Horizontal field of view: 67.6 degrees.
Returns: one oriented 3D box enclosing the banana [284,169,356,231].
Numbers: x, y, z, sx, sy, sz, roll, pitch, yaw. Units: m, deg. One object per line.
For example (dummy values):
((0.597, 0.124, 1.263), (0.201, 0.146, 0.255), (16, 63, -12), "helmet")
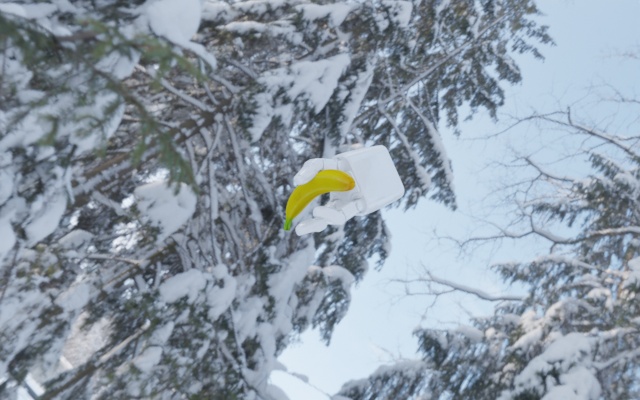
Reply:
((-0.006, -0.013, 0.811), (0.037, 0.069, 0.198), (1, -24, -36), "banana")
